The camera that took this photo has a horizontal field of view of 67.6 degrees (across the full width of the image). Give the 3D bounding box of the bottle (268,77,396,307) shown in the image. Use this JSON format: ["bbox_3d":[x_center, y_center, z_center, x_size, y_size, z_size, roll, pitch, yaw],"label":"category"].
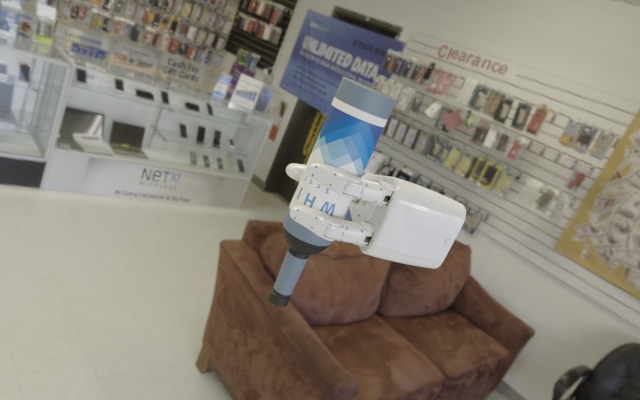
[{"bbox_3d":[0.000,0.002,0.584,0.069,0.296,0.069,21,16,-7],"label":"bottle"}]
